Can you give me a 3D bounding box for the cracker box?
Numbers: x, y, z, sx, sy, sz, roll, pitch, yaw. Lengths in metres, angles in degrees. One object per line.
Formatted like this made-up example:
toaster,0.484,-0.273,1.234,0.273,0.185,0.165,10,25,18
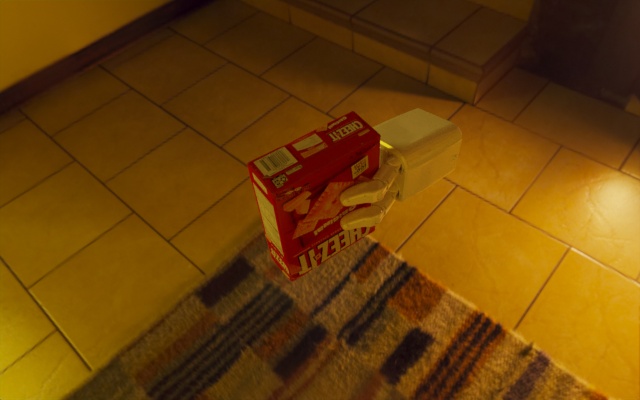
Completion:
cracker box,0.000,0.002,0.673,0.164,0.214,0.072,-29,55,-18
